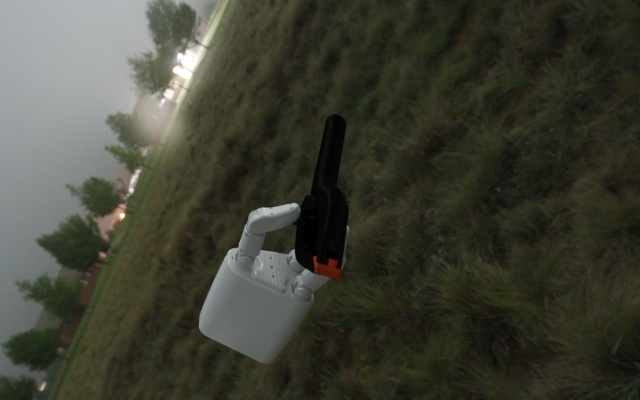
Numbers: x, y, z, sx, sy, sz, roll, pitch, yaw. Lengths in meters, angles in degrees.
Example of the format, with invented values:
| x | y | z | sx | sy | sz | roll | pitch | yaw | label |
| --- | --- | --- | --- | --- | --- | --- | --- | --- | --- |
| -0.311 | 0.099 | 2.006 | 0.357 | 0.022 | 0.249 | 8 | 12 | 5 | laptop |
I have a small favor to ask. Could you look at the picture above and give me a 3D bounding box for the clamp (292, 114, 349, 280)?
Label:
| x | y | z | sx | sy | sz | roll | pitch | yaw | label |
| --- | --- | --- | --- | --- | --- | --- | --- | --- | --- |
| -0.001 | 0.002 | 0.540 | 0.036 | 0.165 | 0.210 | 18 | 24 | -19 | clamp |
